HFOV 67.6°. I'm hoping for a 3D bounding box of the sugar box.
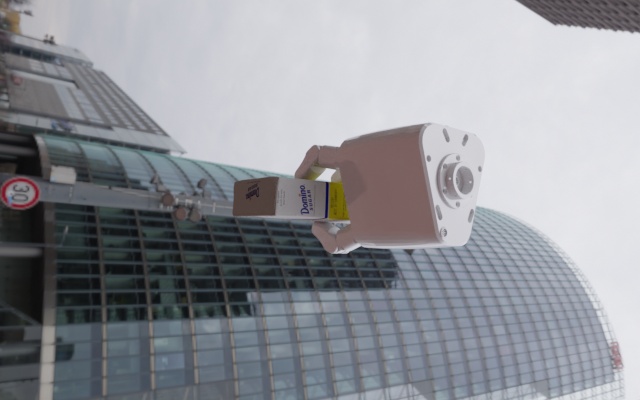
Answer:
[{"bbox_3d":[0.000,0.001,0.542,0.176,0.048,0.093,7,-6,-37],"label":"sugar box"}]
